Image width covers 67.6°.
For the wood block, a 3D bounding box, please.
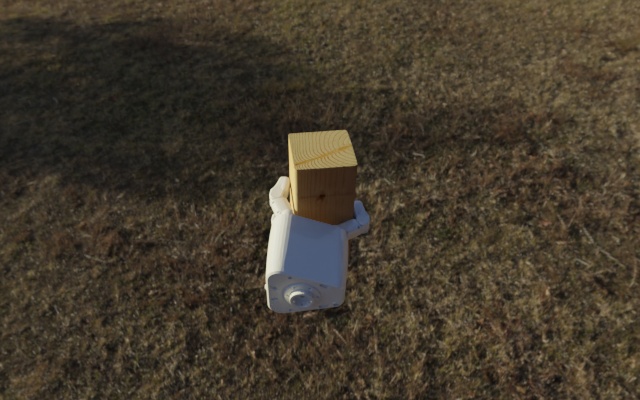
[{"bbox_3d":[0.000,0.003,0.749,0.091,0.206,0.090,-5,43,-7],"label":"wood block"}]
